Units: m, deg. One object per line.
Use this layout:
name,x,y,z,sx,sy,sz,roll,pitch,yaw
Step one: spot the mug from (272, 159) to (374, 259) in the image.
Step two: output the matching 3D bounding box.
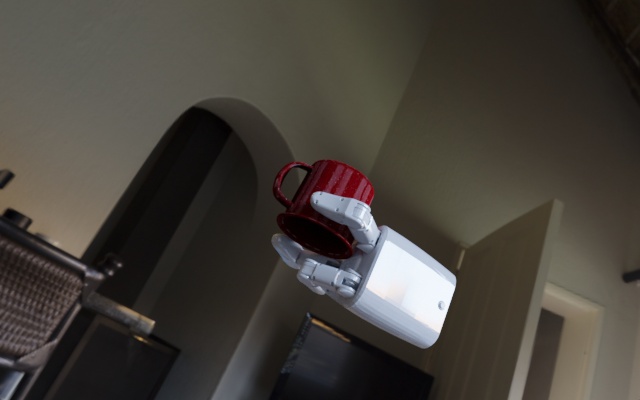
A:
mug,-0.001,0.001,0.536,0.117,0.081,0.093,34,-25,-16
